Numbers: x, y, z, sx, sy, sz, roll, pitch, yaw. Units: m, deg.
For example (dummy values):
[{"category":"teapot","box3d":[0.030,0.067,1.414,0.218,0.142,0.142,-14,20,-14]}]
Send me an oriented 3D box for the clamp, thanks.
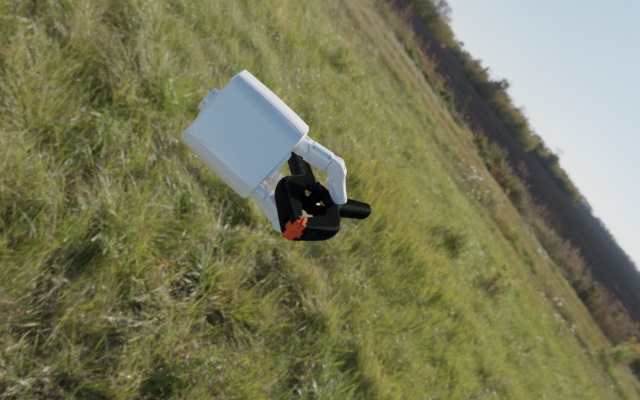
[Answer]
[{"category":"clamp","box3d":[0.000,0.002,0.614,0.164,0.036,0.210,40,24,-12]}]
